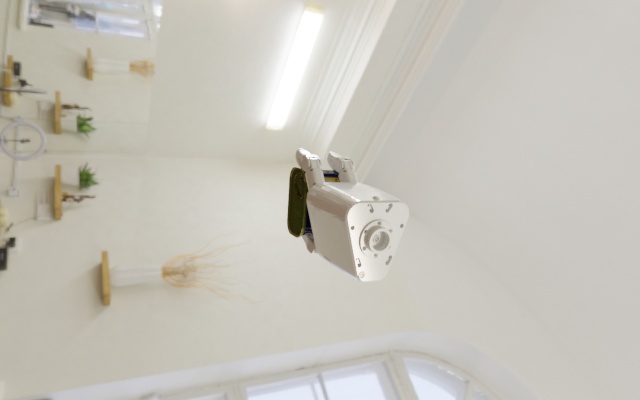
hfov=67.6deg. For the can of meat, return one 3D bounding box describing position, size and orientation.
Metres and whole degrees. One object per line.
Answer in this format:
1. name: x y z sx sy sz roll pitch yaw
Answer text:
1. can of meat: 0.000 0.002 0.719 0.084 0.102 0.057 0 9 -26
